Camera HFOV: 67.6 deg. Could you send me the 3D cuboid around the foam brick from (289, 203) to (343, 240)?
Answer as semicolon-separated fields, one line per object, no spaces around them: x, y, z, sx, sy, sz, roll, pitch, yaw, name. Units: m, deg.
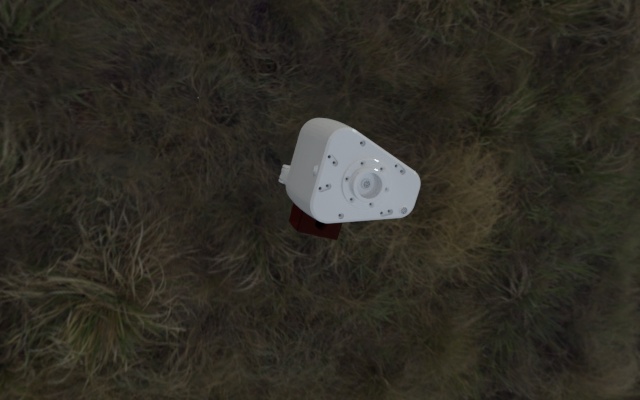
0.000;0.002;0.579;0.053;0.078;0.051;14;8;-18;foam brick
